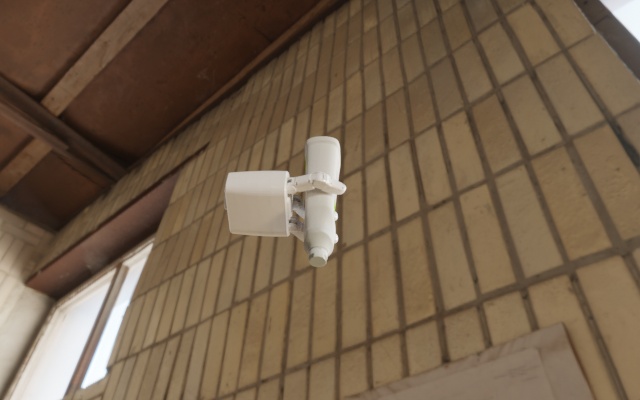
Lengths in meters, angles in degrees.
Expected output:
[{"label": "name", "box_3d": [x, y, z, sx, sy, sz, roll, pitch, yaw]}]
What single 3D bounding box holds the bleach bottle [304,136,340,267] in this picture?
[{"label": "bleach bottle", "box_3d": [0.000, 0.003, 0.849, 0.068, 0.250, 0.103, 0, -44, 4]}]
